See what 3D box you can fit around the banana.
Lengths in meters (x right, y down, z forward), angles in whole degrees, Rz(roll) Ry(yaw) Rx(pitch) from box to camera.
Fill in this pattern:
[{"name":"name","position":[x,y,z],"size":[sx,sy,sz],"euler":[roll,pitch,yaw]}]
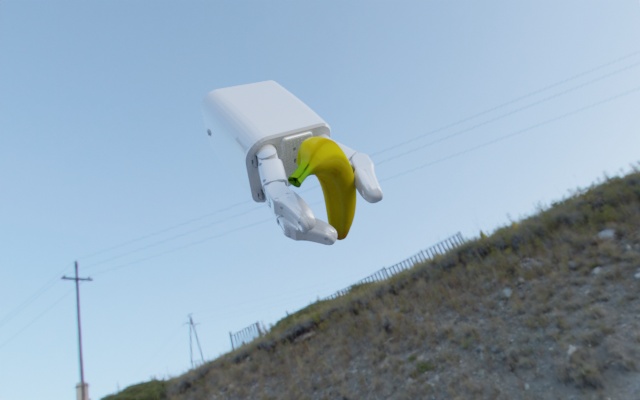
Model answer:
[{"name":"banana","position":[0.008,-0.015,0.492],"size":[0.037,0.069,0.198],"euler":[26,-11,23]}]
